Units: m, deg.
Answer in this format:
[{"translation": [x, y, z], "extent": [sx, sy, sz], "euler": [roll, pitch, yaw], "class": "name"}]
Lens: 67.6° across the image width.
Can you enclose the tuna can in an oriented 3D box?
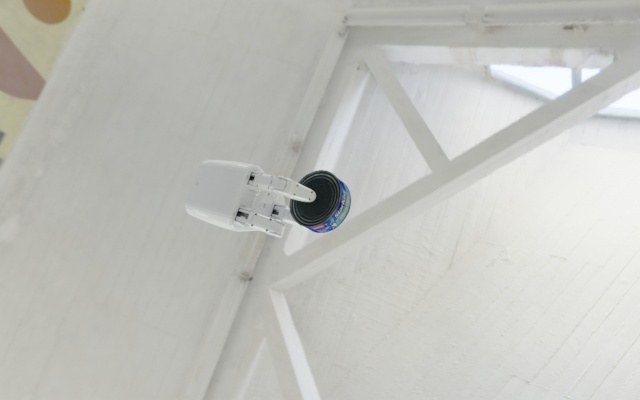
[{"translation": [0.000, 0.002, 0.679], "extent": [0.086, 0.086, 0.034], "euler": [0, -21, 35], "class": "tuna can"}]
